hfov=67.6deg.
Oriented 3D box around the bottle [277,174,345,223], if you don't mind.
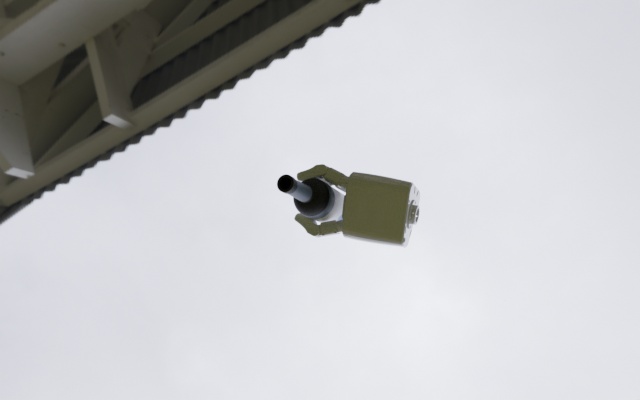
[{"bbox_3d":[0.000,0.003,0.834,0.069,0.069,0.296,0,-11,21],"label":"bottle"}]
